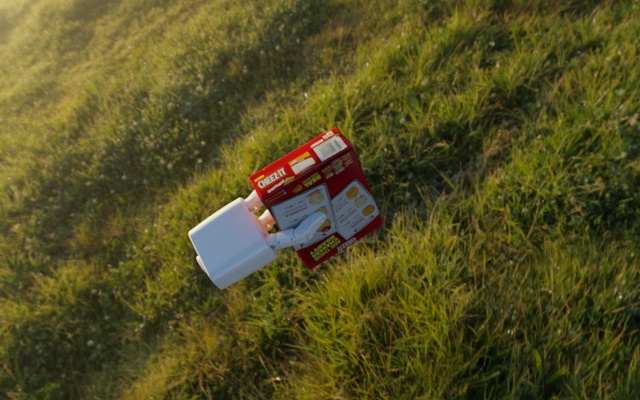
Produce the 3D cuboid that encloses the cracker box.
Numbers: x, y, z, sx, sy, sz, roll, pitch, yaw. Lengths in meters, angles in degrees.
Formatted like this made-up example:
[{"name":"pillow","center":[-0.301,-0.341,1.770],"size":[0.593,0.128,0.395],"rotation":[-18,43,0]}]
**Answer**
[{"name":"cracker box","center":[0.000,0.003,0.810],"size":[0.164,0.072,0.214],"rotation":[-31,-42,-3]}]
